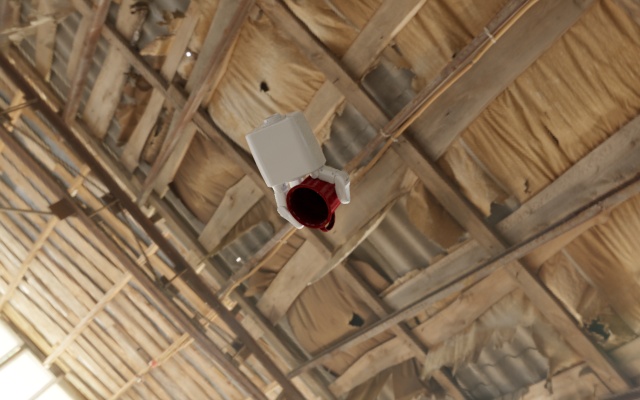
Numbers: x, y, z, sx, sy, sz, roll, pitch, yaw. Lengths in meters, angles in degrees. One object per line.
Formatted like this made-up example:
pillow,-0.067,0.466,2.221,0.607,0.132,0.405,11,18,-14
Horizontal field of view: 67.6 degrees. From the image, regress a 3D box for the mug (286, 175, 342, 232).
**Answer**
mug,0.001,0.004,0.899,0.093,0.117,0.081,-9,24,35
